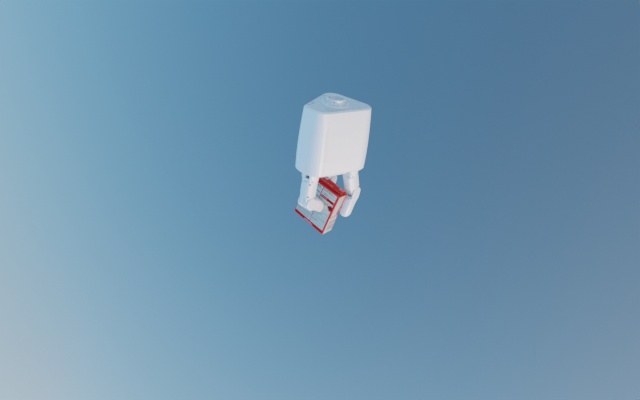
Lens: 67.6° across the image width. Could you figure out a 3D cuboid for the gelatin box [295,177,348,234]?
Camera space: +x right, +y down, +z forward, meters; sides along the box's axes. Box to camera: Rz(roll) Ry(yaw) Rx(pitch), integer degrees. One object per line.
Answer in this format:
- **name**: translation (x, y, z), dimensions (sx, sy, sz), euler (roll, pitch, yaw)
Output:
- **gelatin box**: translation (0.000, 0.003, 0.846), dimensions (0.073, 0.089, 0.030), euler (39, 35, 24)
